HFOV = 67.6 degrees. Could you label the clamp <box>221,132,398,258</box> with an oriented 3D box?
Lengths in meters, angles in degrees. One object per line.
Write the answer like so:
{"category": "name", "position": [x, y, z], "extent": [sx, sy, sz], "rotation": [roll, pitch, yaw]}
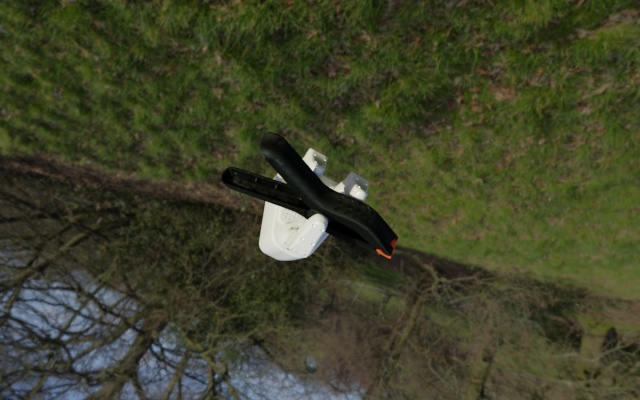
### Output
{"category": "clamp", "position": [0.000, 0.003, 0.506], "extent": [0.210, 0.036, 0.164], "rotation": [28, -18, -11]}
